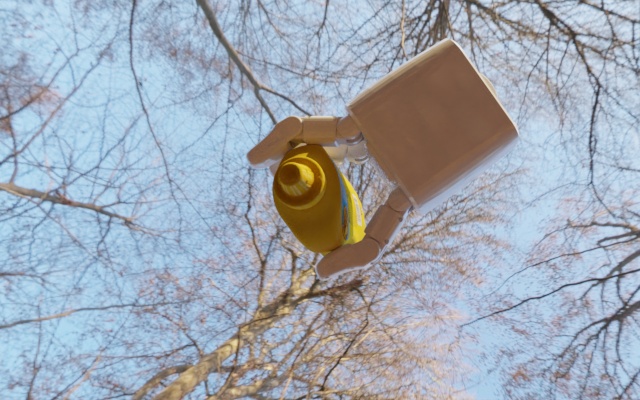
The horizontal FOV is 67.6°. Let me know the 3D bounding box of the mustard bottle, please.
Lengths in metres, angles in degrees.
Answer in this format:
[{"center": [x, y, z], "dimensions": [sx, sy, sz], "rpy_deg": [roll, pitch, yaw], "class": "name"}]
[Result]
[{"center": [0.000, 0.002, 0.438], "dimensions": [0.058, 0.096, 0.192], "rpy_deg": [-11, -15, 10], "class": "mustard bottle"}]
